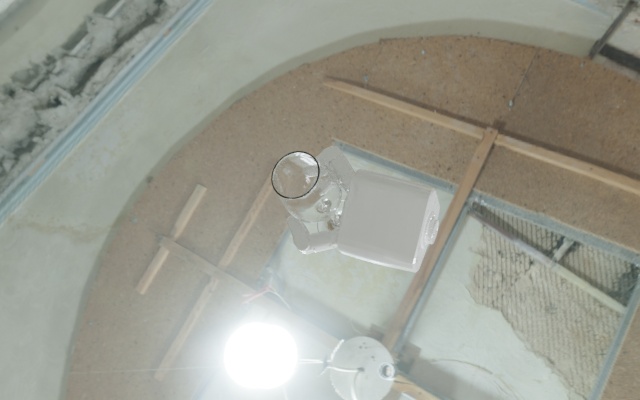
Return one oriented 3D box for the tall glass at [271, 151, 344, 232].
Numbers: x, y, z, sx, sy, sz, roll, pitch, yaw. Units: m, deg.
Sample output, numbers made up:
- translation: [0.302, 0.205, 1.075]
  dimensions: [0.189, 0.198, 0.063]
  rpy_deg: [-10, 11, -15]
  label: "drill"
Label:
- translation: [0.000, 0.002, 0.653]
  dimensions: [0.079, 0.079, 0.201]
  rpy_deg: [0, -19, 19]
  label: "tall glass"
